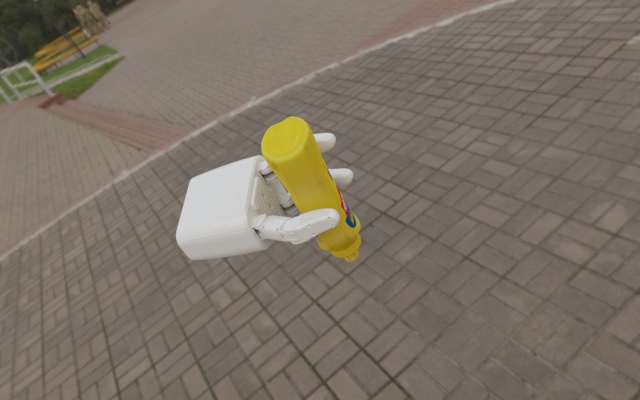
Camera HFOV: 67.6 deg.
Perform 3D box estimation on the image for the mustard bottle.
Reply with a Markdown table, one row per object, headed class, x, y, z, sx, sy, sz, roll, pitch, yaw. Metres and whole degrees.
| class | x | y | z | sx | sy | sz | roll | pitch | yaw |
| --- | --- | --- | --- | --- | --- | --- | --- | --- | --- |
| mustard bottle | 0.000 | 0.002 | 0.557 | 0.058 | 0.192 | 0.096 | -27 | 32 | 3 |
